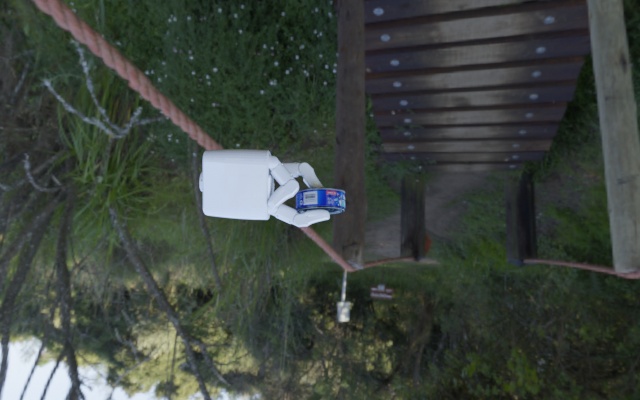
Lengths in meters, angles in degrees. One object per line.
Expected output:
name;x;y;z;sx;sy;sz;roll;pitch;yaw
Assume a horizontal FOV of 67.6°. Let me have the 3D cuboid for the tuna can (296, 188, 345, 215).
tuna can;0.000;0.003;0.820;0.086;0.033;0.086;-1;-10;0
